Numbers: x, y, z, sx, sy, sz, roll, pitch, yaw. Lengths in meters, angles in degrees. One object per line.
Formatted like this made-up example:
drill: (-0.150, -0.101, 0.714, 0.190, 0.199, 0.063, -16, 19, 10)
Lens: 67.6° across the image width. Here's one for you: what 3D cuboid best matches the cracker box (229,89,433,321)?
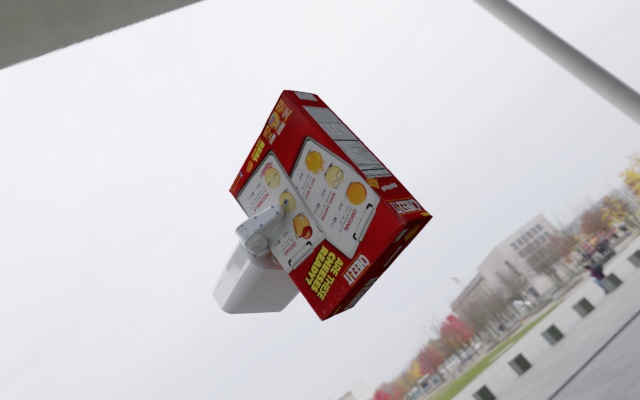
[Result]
cracker box: (0.000, 0.002, 0.558, 0.072, 0.164, 0.213, -10, 52, -49)
